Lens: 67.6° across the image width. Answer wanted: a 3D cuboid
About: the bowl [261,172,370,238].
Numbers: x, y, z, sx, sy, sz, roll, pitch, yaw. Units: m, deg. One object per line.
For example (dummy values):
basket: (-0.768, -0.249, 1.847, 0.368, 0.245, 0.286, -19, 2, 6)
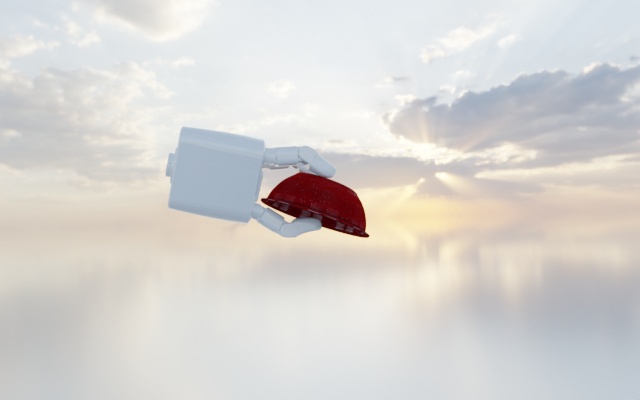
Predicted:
bowl: (0.001, 0.002, 0.674, 0.162, 0.055, 0.162, 19, -8, 3)
